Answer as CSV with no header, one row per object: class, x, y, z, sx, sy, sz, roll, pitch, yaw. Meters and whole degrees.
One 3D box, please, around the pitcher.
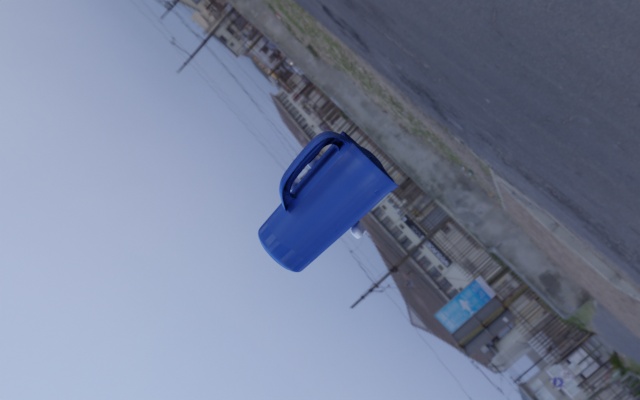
pitcher,0.000,0.003,0.826,0.243,0.149,0.145,-45,-6,9
